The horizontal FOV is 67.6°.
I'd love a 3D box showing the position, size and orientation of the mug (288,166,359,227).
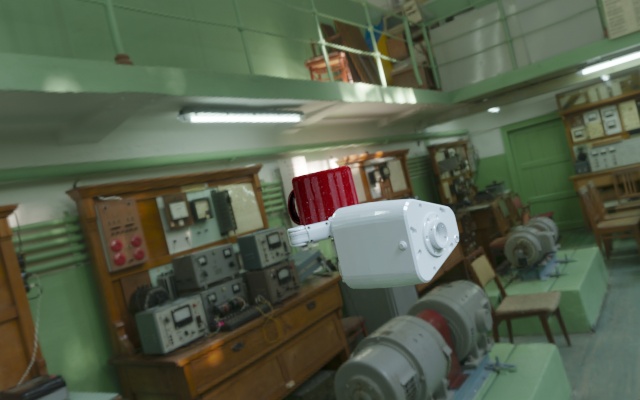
[{"bbox_3d":[-0.001,0.002,0.648,0.117,0.081,0.093,-11,3,43],"label":"mug"}]
